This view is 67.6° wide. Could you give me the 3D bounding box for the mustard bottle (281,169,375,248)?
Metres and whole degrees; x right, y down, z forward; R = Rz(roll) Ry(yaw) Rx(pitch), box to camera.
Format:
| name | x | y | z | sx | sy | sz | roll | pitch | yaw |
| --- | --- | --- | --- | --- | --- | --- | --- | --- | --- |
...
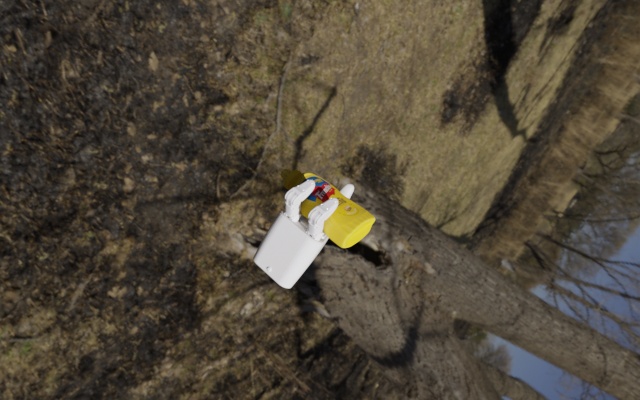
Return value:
| name | x | y | z | sx | sy | sz | roll | pitch | yaw |
| --- | --- | --- | --- | --- | --- | --- | --- | --- | --- |
| mustard bottle | 0.000 | 0.003 | 0.866 | 0.191 | 0.058 | 0.096 | 38 | 38 | 21 |
